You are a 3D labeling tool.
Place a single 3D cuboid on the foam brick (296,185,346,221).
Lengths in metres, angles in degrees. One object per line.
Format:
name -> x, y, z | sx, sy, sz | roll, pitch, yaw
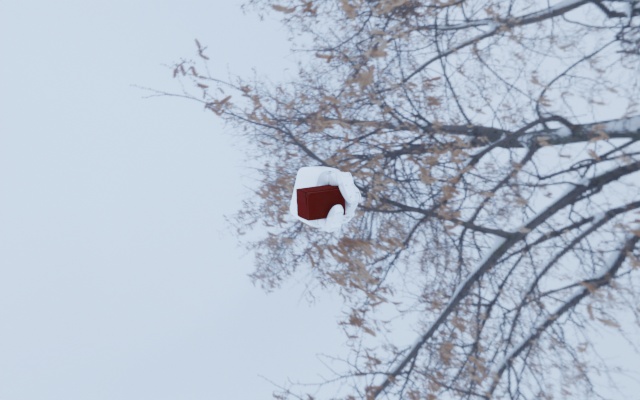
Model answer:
foam brick -> 0.000, 0.003, 0.867 | 0.078, 0.053, 0.051 | -7, 12, -25
